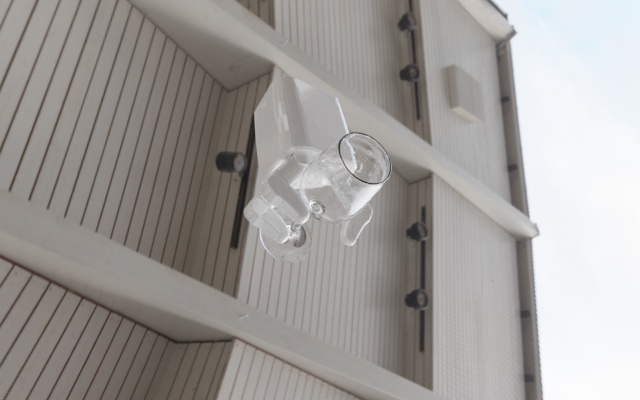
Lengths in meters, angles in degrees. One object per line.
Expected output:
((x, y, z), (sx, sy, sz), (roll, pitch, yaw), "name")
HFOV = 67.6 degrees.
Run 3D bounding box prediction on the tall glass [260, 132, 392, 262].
((0.000, 0.002, 0.552), (0.079, 0.079, 0.201), (0, -26, -31), "tall glass")
